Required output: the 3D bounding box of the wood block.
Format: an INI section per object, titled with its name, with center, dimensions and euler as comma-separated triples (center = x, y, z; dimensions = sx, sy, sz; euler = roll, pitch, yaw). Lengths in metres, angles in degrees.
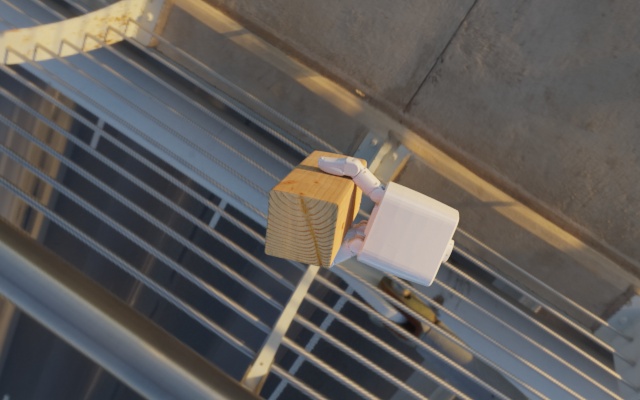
[wood block]
center = 0.000, 0.002, 0.679
dimensions = 0.090, 0.091, 0.206
euler = 12, 22, 11
